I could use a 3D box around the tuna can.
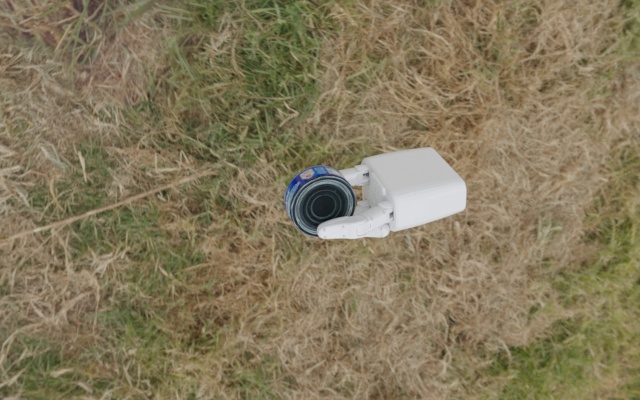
[{"bbox_3d":[0.000,0.002,0.589,0.086,0.086,0.033,0,25,-18],"label":"tuna can"}]
